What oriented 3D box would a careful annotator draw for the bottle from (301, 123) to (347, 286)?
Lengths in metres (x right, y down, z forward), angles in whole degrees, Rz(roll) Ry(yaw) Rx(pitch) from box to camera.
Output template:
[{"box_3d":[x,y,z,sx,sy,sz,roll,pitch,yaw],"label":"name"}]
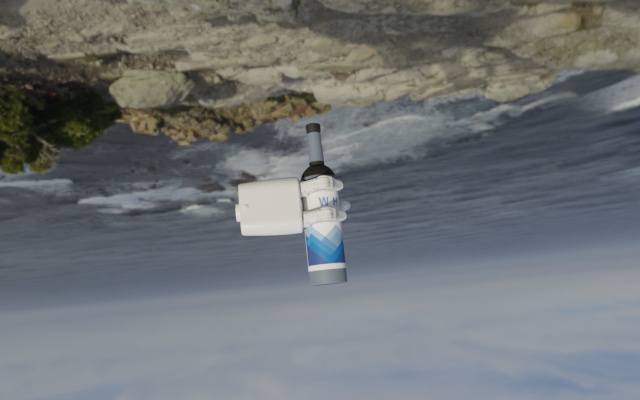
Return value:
[{"box_3d":[0.000,0.003,0.866,0.069,0.295,0.069,-5,-11,-1],"label":"bottle"}]
